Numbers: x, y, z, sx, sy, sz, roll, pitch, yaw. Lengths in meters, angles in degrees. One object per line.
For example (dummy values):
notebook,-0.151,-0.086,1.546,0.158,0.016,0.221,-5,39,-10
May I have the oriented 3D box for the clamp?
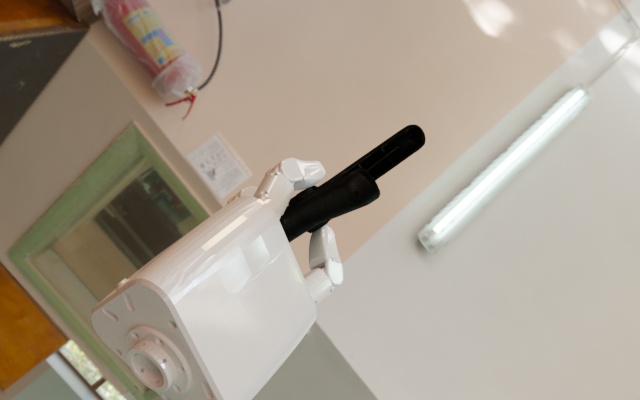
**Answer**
clamp,0.000,0.002,0.436,0.210,0.036,0.164,-32,4,38
